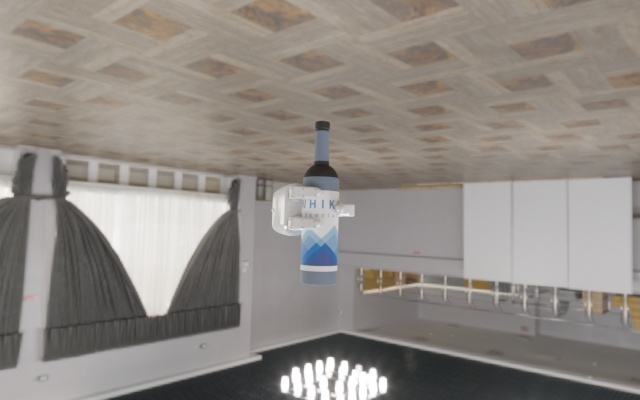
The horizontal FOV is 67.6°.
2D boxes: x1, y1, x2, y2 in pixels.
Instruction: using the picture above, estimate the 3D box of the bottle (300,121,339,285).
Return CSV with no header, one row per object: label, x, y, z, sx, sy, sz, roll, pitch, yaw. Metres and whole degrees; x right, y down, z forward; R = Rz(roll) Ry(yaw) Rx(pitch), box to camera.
bottle,0.000,0.003,0.871,0.069,0.295,0.069,1,-3,0
